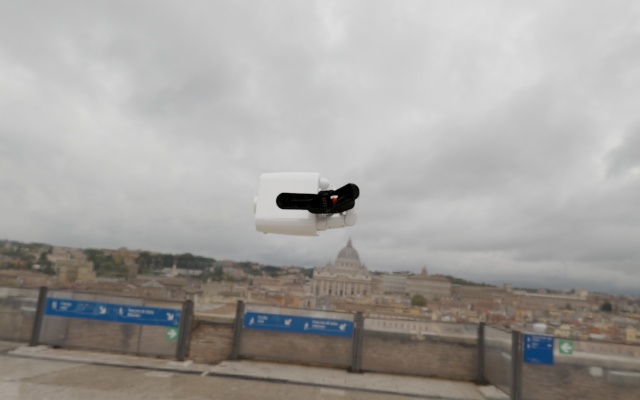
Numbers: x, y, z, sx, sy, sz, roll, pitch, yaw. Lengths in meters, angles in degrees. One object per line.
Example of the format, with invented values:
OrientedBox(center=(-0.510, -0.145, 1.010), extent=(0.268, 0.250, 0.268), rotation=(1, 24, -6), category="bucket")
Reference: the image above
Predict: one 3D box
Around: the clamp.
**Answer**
OrientedBox(center=(0.000, 0.002, 0.737), extent=(0.120, 0.039, 0.171), rotation=(-1, -9, 4), category="clamp")
